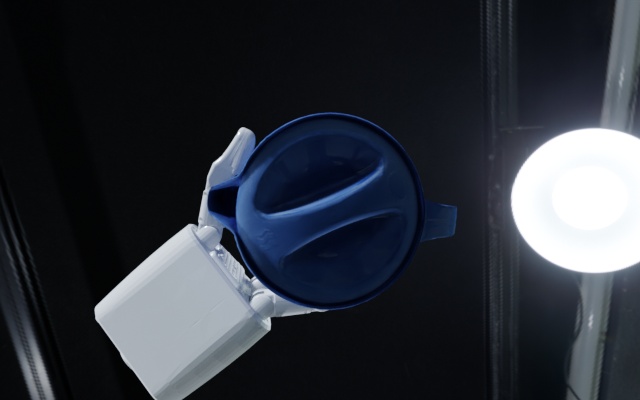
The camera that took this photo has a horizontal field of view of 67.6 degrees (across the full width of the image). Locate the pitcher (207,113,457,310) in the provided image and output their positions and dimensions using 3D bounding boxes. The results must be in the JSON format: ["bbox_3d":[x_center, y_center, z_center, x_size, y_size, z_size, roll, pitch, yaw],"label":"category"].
[{"bbox_3d":[0.000,0.002,0.435,0.145,0.149,0.243,-41,9,-4],"label":"pitcher"}]
